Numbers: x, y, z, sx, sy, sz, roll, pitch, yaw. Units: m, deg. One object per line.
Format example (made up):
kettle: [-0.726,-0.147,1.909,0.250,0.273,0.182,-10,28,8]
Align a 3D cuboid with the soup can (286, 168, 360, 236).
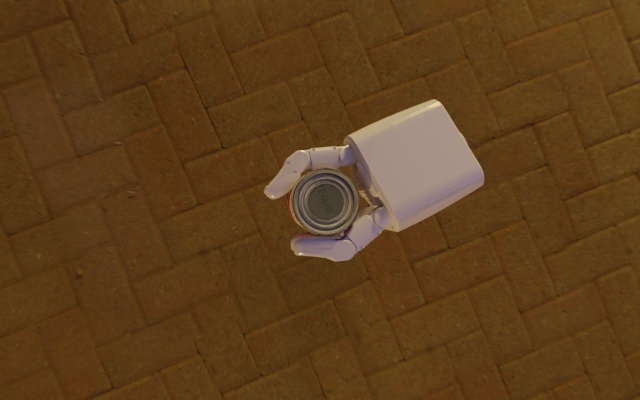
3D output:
soup can: [0.000,0.002,0.508,0.068,0.068,0.102,0,0,-7]
